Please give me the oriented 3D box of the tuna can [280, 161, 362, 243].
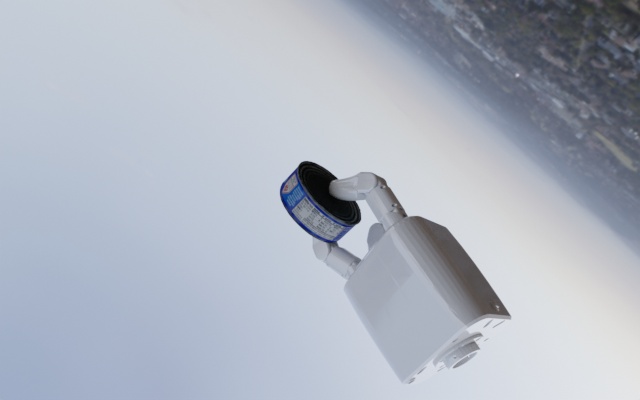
[{"bbox_3d":[0.000,0.002,0.493,0.034,0.086,0.086,-45,-22,24],"label":"tuna can"}]
